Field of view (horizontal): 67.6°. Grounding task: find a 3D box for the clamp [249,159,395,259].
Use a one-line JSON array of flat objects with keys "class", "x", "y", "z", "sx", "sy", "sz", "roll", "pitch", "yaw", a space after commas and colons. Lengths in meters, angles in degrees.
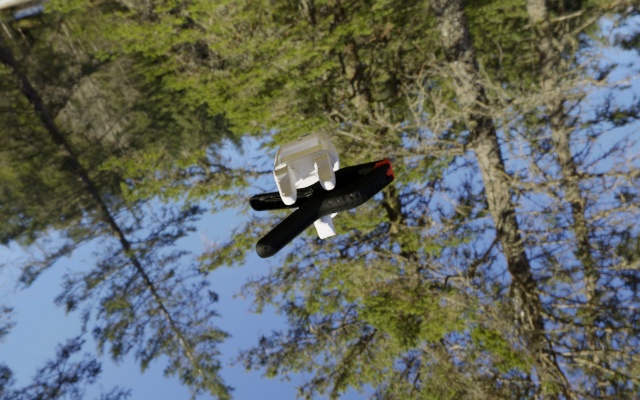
[{"class": "clamp", "x": 0.001, "y": 0.002, "z": 0.631, "sx": 0.210, "sy": 0.036, "sz": 0.164, "roll": -20, "pitch": 26, "yaw": 4}]
